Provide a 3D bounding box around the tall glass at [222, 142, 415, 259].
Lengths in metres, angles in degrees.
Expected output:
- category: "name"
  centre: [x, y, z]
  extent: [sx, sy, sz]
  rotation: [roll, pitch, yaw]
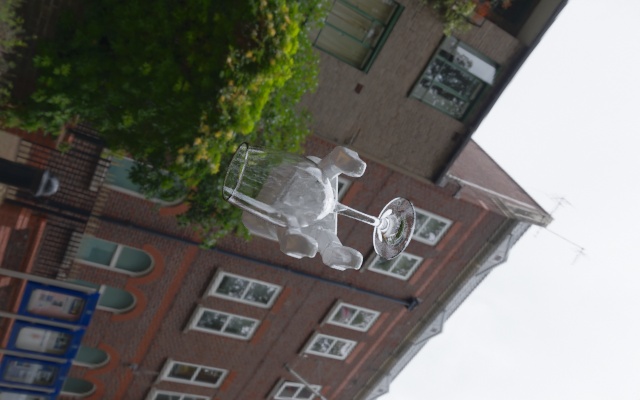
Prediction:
- category: "tall glass"
  centre: [0.001, 0.002, 0.512]
  extent: [0.201, 0.079, 0.079]
  rotation: [20, -9, -25]
